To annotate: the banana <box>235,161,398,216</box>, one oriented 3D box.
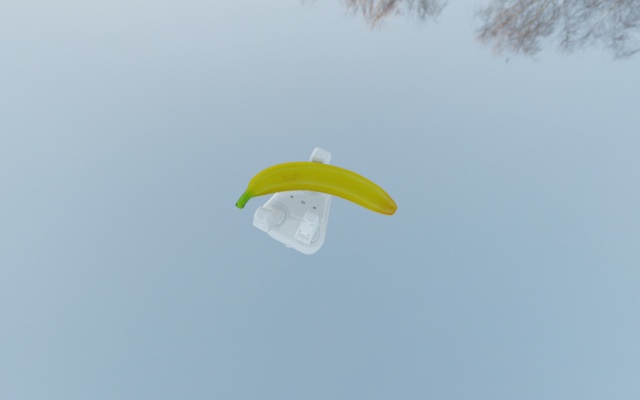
[{"bbox_3d":[-0.003,-0.016,0.598,0.198,0.069,0.037,2,-18,-3],"label":"banana"}]
